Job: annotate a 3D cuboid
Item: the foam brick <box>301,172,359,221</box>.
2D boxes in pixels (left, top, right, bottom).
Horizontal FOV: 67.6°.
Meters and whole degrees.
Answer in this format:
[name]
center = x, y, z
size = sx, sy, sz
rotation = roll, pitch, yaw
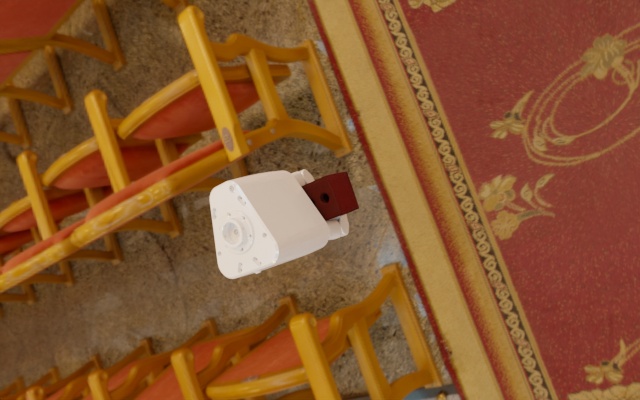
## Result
[foam brick]
center = 0.000, 0.002, 0.618
size = 0.078, 0.053, 0.051
rotation = -23, -5, 31
